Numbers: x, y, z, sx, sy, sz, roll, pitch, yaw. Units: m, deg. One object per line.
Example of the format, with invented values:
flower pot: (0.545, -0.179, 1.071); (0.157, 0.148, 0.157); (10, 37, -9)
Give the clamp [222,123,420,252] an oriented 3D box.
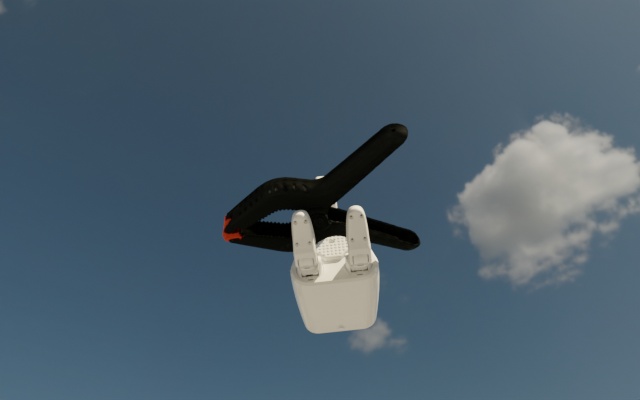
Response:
clamp: (0.000, 0.001, 0.489); (0.210, 0.165, 0.036); (-6, 41, 1)
